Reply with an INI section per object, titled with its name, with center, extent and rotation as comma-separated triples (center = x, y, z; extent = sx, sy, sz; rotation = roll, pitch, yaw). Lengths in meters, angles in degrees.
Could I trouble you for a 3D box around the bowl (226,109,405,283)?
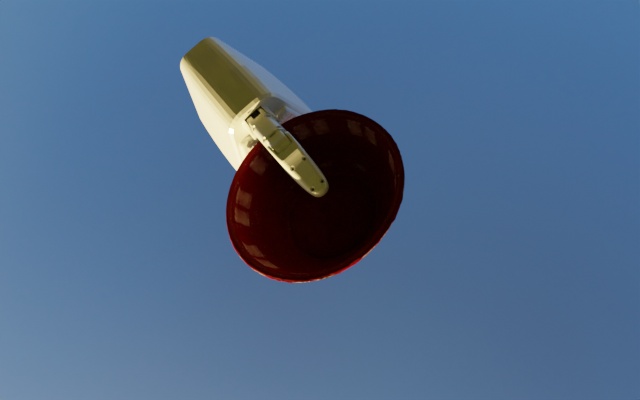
[bowl]
center = 0.001, 0.003, 0.420
extent = 0.162, 0.162, 0.055
rotation = 0, -26, 24
